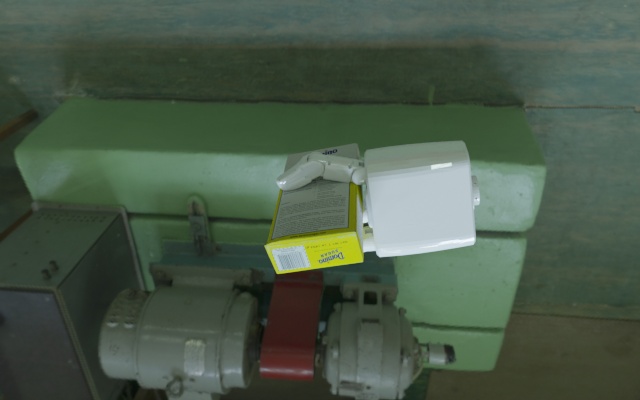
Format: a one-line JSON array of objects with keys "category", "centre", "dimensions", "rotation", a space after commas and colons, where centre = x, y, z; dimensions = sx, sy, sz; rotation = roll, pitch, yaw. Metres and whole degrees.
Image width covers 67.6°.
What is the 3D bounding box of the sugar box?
[{"category": "sugar box", "centre": [0.000, 0.002, 0.533], "dimensions": [0.093, 0.048, 0.176], "rotation": [-9, 32, 12]}]
